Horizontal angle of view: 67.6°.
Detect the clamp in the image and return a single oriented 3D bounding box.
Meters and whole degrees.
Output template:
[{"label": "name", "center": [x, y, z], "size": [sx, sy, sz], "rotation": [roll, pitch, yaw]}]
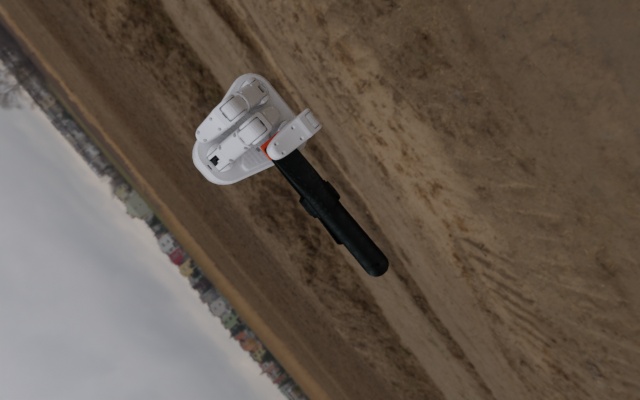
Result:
[{"label": "clamp", "center": [0.000, 0.002, 0.501], "size": [0.039, 0.171, 0.120], "rotation": [-39, 12, -11]}]
